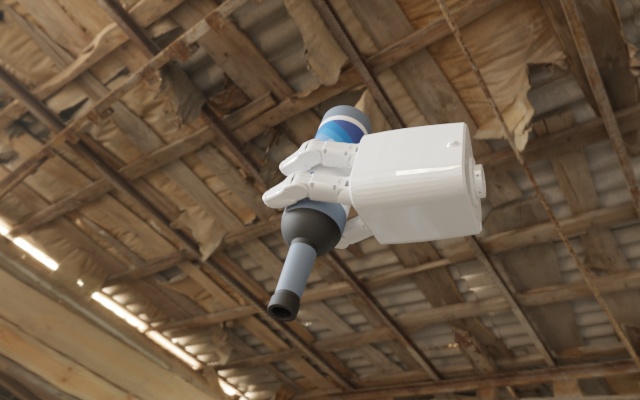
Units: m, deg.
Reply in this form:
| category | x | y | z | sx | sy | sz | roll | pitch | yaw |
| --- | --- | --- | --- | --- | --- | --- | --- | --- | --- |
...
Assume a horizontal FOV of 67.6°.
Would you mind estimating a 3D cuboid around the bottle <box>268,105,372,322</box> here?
| category | x | y | z | sx | sy | sz | roll | pitch | yaw |
| --- | --- | --- | --- | --- | --- | --- | --- | --- | --- |
| bottle | 0.000 | 0.002 | 0.529 | 0.069 | 0.069 | 0.295 | 0 | 42 | 19 |
